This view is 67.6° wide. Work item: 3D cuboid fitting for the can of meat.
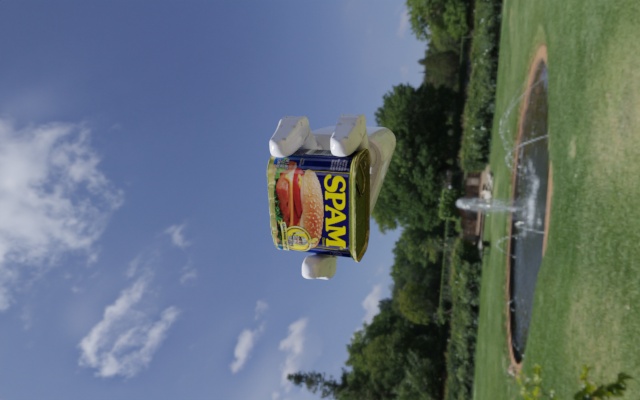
[{"bbox_3d":[0.000,0.002,0.449,0.084,0.102,0.057,5,20,17],"label":"can of meat"}]
